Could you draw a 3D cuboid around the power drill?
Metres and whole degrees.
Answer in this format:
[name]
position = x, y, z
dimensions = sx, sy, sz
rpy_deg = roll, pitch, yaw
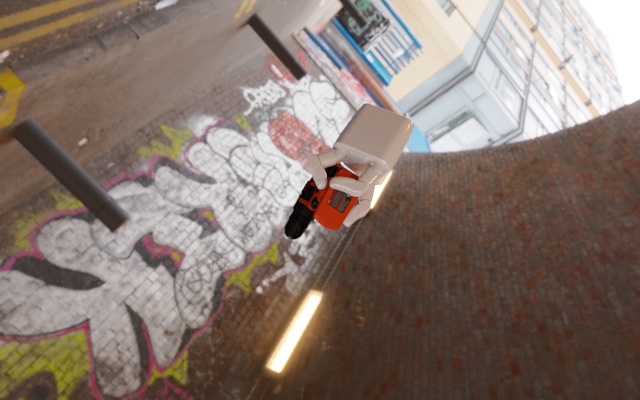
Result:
[power drill]
position = 0.000, 0.003, 0.894
dimensions = 0.057, 0.184, 0.187
rpy_deg = 30, -2, -17
